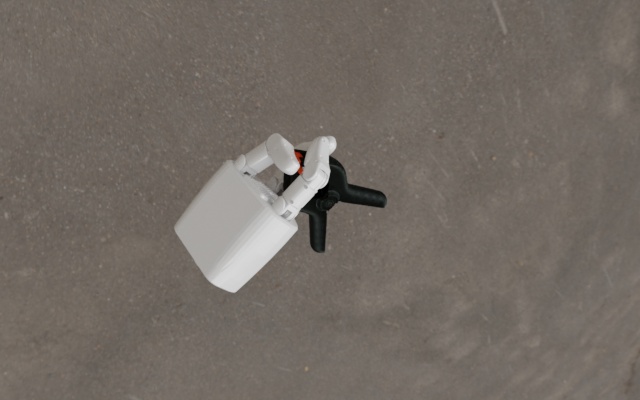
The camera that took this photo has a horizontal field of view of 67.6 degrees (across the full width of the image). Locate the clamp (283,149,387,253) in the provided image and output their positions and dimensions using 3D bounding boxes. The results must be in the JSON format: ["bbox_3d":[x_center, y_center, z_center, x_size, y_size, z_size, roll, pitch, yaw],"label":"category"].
[{"bbox_3d":[0.000,0.002,0.595,0.171,0.120,0.039,36,9,-42],"label":"clamp"}]
